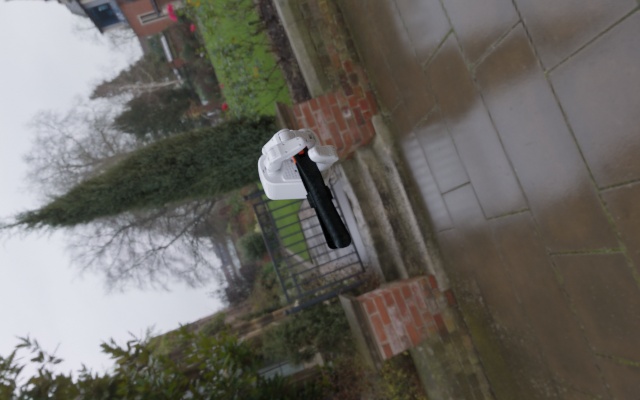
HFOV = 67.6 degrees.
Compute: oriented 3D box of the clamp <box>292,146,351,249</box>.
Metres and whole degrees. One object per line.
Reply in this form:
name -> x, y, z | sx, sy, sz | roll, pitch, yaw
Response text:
clamp -> -0.001, 0.002, 0.736 | 0.039, 0.171, 0.120 | -19, -13, -13
